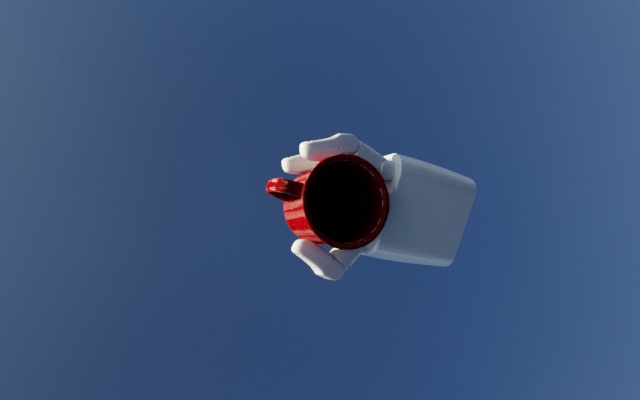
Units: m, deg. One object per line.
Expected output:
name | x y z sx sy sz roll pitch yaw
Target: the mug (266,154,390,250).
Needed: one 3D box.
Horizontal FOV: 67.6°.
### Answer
mug | -0.001 0.001 0.489 0.117 0.093 0.081 14 -10 -21
